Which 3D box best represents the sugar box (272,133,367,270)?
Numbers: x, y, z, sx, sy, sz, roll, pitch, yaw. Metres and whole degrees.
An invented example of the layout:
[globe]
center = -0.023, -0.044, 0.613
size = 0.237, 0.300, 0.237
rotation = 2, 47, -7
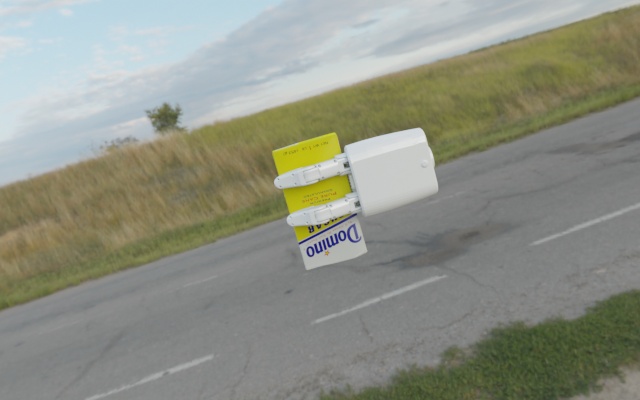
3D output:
[sugar box]
center = 0.000, 0.002, 0.673
size = 0.093, 0.176, 0.048
rotation = -16, 9, 2
